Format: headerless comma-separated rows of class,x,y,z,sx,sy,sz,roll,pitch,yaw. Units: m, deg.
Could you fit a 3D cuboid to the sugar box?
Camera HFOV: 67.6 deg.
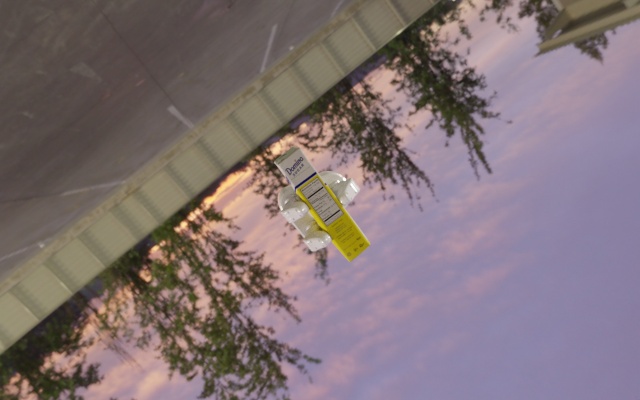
sugar box,0.000,0.003,0.707,0.048,0.176,0.093,-39,10,-2
